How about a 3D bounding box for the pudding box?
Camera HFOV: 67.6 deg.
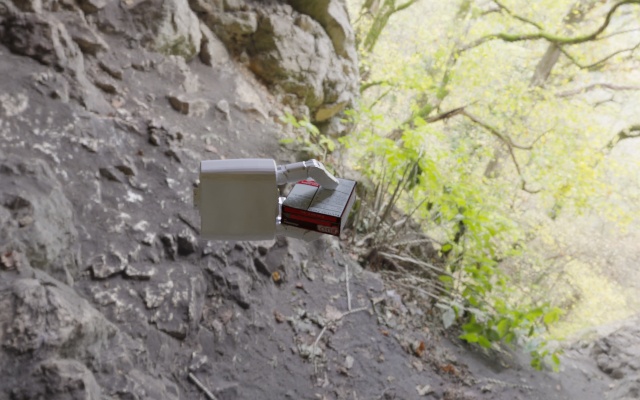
[{"bbox_3d":[0.000,0.002,0.715,0.090,0.039,0.113,13,35,11],"label":"pudding box"}]
